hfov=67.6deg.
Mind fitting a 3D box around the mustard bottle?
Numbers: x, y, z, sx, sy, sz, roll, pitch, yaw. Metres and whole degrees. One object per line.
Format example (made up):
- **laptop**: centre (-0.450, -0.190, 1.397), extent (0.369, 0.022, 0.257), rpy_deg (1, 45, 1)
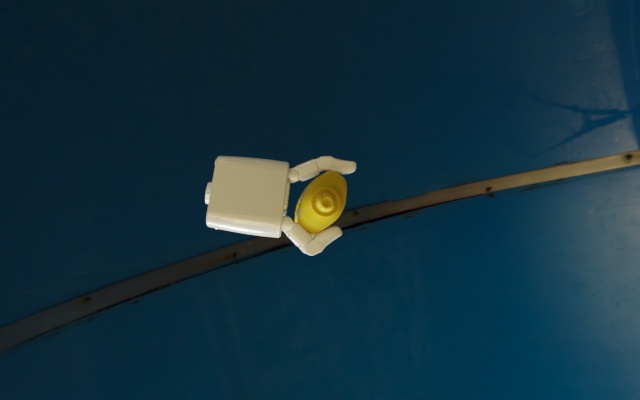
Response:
- **mustard bottle**: centre (0.000, 0.002, 0.713), extent (0.058, 0.096, 0.191), rpy_deg (33, -3, -3)
